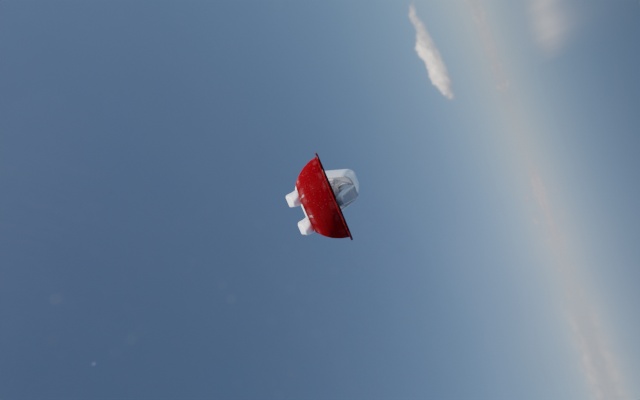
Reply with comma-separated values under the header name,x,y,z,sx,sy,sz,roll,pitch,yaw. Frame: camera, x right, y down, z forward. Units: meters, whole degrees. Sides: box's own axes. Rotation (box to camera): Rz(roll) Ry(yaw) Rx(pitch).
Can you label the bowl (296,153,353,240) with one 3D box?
name,x,y,z,sx,sy,sz,roll,pitch,yaw
bowl,0.000,0.003,0.813,0.055,0.162,0.162,-23,-1,2
